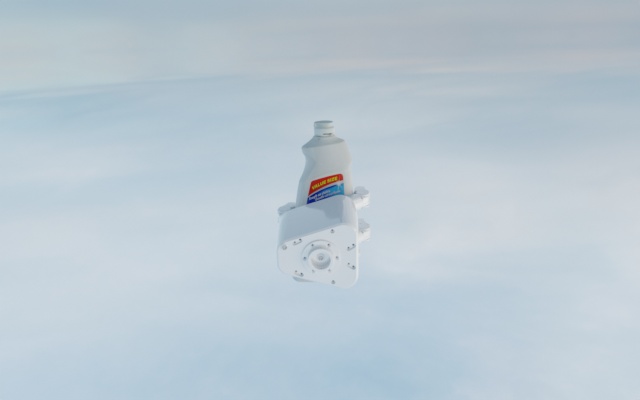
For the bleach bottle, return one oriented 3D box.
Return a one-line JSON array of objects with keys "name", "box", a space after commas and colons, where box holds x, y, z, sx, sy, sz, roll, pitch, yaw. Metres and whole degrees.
[{"name": "bleach bottle", "box": [0.000, 0.002, 0.747, 0.102, 0.251, 0.068, -1, 19, 1]}]
